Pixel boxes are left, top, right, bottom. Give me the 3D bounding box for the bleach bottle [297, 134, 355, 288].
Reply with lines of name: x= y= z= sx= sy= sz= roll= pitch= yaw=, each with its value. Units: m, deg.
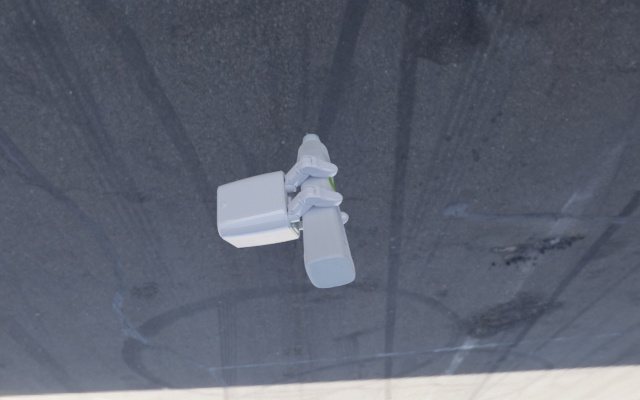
bleach bottle: x=0.000 y=0.002 z=0.754 sx=0.068 sy=0.250 sz=0.103 roll=-12 pitch=-35 yaw=5
